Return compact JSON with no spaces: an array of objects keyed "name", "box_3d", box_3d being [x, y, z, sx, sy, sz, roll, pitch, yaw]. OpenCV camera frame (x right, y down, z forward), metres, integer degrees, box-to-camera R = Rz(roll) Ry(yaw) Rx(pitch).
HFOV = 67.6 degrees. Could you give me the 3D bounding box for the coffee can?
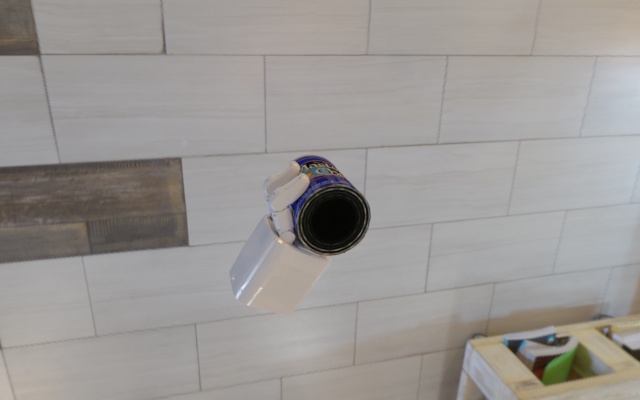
[{"name":"coffee can","box_3d":[0.000,0.002,0.687,0.103,0.103,0.140,0,21,-16]}]
